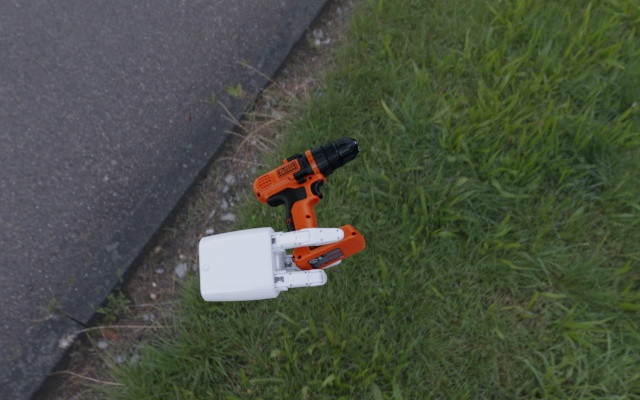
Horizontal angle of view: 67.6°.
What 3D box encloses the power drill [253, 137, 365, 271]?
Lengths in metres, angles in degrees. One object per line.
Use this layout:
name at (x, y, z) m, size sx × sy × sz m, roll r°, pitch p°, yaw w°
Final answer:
power drill at (0.000, 0.003, 0.734) m, size 0.184 × 0.187 × 0.057 m, roll -27°, pitch -34°, yaw 7°
